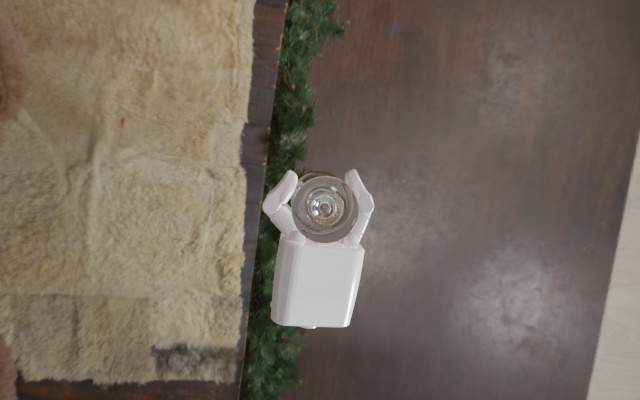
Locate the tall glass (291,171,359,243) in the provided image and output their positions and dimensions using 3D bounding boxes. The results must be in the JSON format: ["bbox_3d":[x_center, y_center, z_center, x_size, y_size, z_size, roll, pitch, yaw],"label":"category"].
[{"bbox_3d":[0.000,0.002,0.618,0.079,0.079,0.201,0,5,-3],"label":"tall glass"}]
